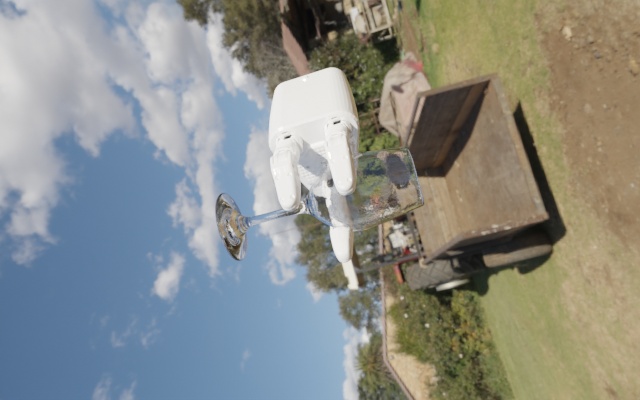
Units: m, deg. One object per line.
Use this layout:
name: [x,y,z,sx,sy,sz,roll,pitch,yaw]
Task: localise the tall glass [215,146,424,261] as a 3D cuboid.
tall glass: [-0.001,0.002,0.490,0.201,0.079,0.079,-15,-3,10]
